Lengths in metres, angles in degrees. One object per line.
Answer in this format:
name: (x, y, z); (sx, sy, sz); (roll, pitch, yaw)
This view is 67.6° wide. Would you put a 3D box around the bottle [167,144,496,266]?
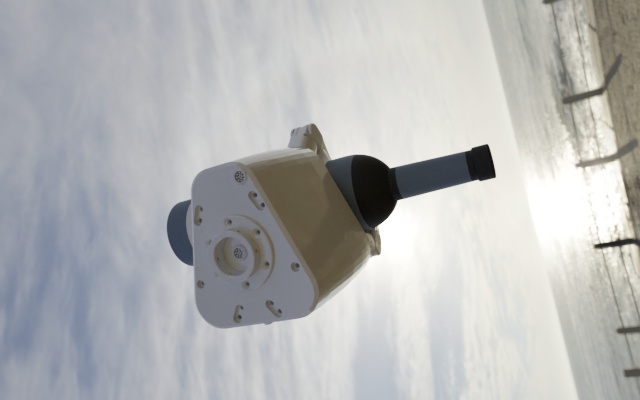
bottle: (0.000, 0.001, 0.423); (0.296, 0.069, 0.069); (-14, -5, 23)
